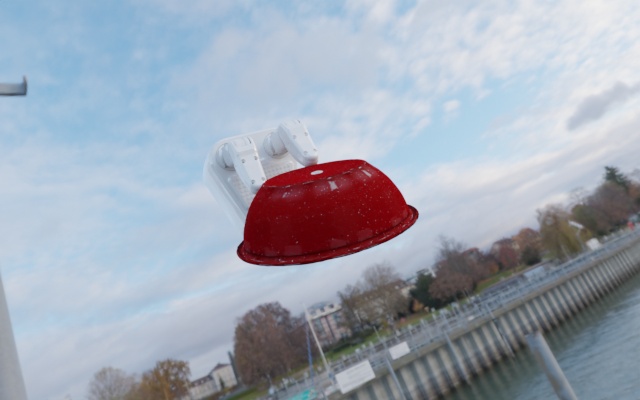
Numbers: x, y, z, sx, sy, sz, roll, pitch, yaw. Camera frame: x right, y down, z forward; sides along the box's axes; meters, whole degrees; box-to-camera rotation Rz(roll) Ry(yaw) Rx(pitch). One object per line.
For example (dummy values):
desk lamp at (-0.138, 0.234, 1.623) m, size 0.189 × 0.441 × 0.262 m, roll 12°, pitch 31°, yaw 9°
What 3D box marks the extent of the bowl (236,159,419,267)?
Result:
bowl at (0.001, 0.001, 0.414) m, size 0.162 × 0.055 × 0.162 m, roll -12°, pitch 12°, yaw 3°
